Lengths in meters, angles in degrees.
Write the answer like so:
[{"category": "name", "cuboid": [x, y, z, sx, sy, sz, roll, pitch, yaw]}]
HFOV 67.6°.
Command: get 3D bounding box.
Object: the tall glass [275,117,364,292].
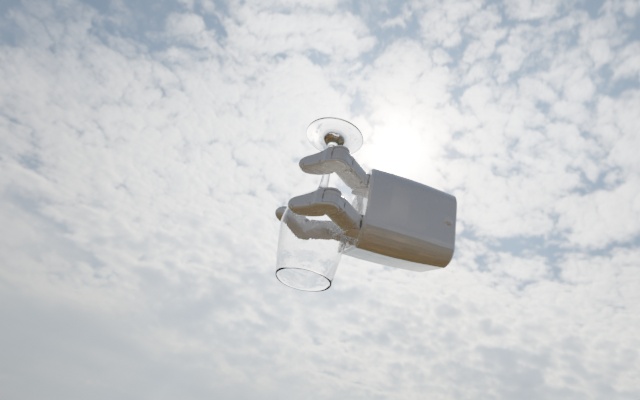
[{"category": "tall glass", "cuboid": [0.000, 0.001, 0.559, 0.079, 0.201, 0.079, 9, -31, 6]}]
